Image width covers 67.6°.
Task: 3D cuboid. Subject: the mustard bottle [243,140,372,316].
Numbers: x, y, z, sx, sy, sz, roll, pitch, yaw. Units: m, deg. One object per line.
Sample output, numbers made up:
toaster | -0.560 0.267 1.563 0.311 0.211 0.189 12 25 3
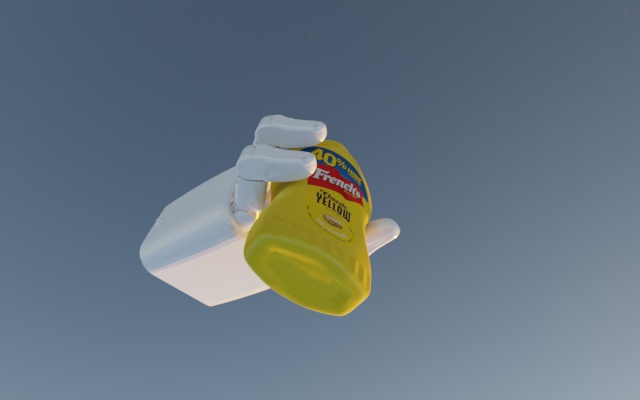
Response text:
mustard bottle | 0.000 0.001 0.412 0.096 0.058 0.191 32 33 -15
